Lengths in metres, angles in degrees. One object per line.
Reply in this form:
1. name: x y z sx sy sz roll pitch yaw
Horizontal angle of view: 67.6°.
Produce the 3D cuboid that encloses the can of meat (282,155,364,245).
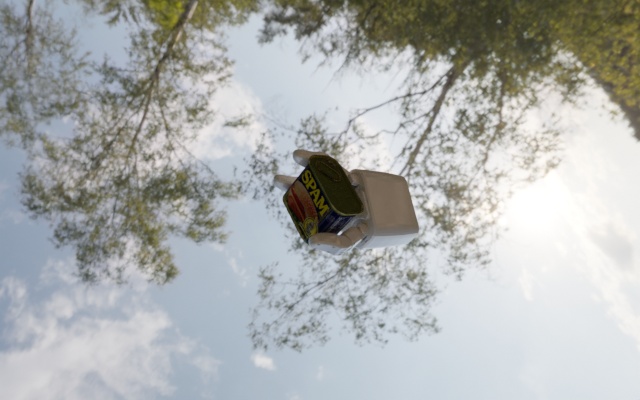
1. can of meat: 0.000 0.002 0.663 0.057 0.102 0.084 -2 -35 -42
